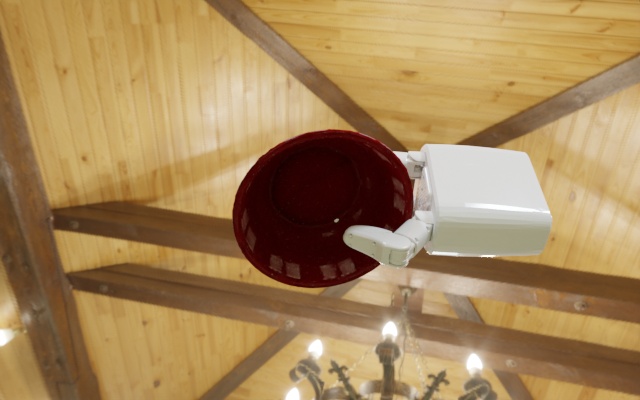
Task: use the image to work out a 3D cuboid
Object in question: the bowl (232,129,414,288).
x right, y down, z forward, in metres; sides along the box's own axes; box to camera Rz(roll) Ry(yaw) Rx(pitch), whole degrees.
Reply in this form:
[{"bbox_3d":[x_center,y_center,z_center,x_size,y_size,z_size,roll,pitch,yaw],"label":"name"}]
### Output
[{"bbox_3d":[-0.001,0.001,0.438,0.162,0.162,0.055,0,30,-12],"label":"bowl"}]
